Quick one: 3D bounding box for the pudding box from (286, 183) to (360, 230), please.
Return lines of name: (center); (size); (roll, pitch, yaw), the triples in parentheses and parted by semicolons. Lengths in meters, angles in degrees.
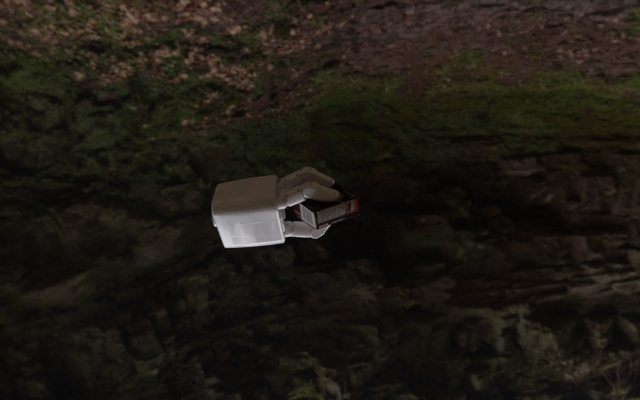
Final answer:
pudding box: (0.000, 0.003, 0.820); (0.090, 0.039, 0.113); (-19, 31, -25)
